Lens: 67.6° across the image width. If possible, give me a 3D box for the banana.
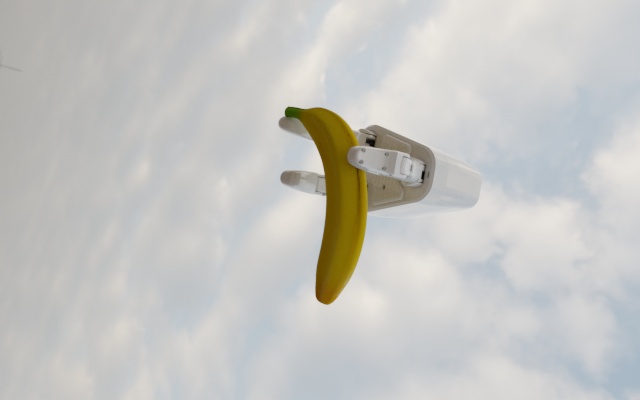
[{"bbox_3d":[0.013,-0.007,0.439,0.070,0.197,0.037,-23,-22,40],"label":"banana"}]
